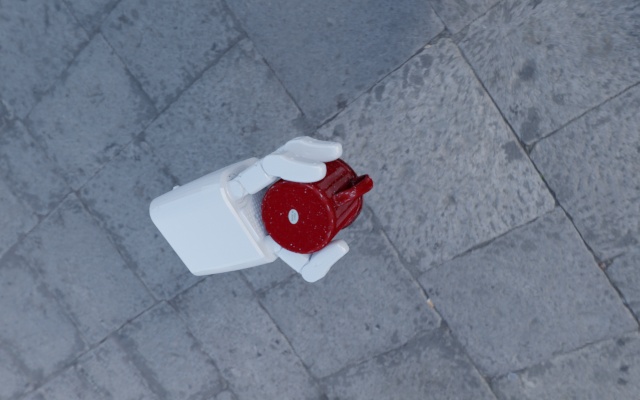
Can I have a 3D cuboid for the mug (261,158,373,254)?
[{"bbox_3d":[0.001,0.001,0.497,0.117,0.093,0.081,-17,12,26],"label":"mug"}]
